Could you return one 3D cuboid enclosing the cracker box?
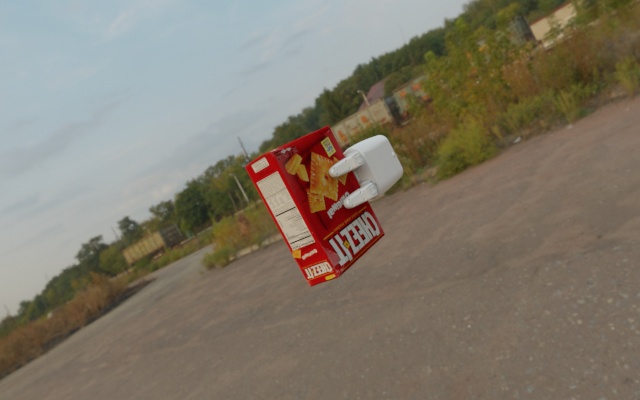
[{"bbox_3d":[0.000,0.002,0.769,0.072,0.214,0.164,-25,5,40],"label":"cracker box"}]
